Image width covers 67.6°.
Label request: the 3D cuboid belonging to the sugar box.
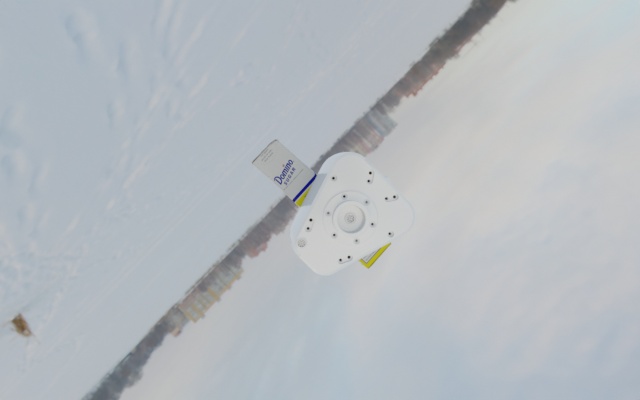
[{"bbox_3d":[0.001,0.002,0.569,0.176,0.048,0.093,44,-1,-3],"label":"sugar box"}]
